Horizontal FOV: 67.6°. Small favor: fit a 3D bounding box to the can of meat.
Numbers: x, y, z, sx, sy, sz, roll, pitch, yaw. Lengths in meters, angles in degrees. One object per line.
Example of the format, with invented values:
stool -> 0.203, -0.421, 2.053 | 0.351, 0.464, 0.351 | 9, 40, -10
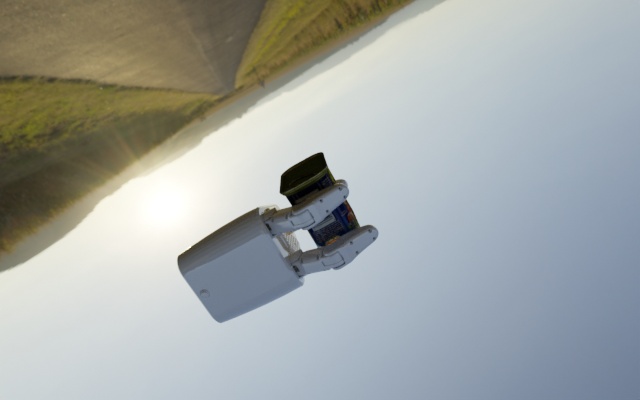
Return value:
can of meat -> 0.000, 0.002, 0.532 | 0.057, 0.084, 0.102 | -29, 16, 5
